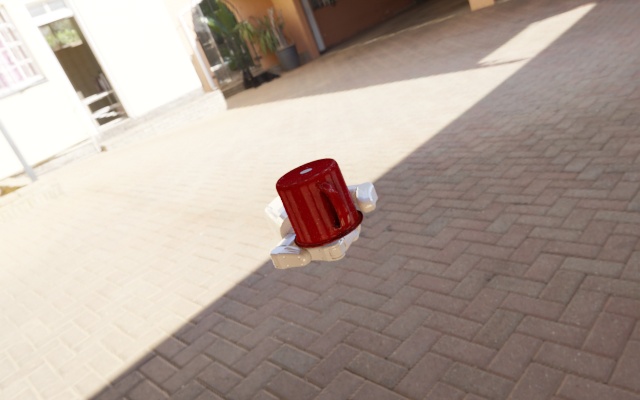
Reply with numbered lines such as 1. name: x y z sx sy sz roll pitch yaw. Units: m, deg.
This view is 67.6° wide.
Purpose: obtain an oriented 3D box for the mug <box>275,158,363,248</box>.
1. mug: 0.000 0.002 0.574 0.093 0.081 0.117 -28 19 -15
